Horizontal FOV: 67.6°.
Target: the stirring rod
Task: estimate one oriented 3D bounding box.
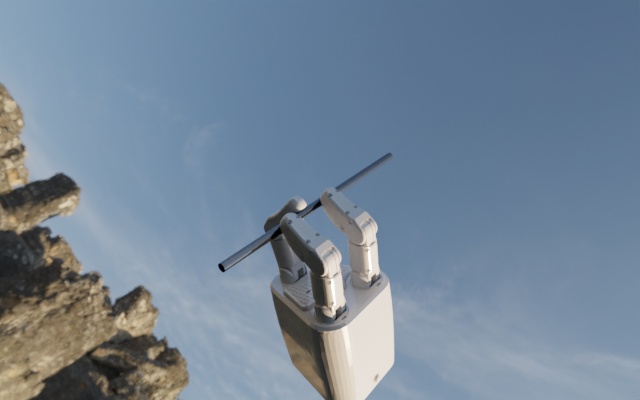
[{"bbox_3d":[0.000,0.002,0.444,0.011,0.011,0.239,0,25,44],"label":"stirring rod"}]
